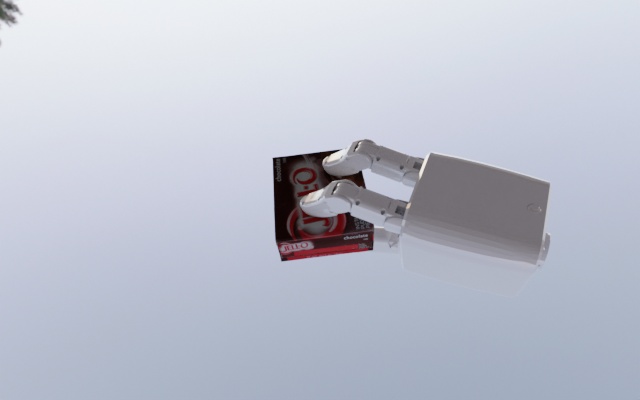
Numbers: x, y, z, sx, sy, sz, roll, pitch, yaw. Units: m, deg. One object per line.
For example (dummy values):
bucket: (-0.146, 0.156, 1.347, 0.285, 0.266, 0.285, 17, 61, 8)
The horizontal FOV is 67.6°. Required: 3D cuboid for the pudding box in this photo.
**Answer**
pudding box: (0.000, 0.002, 0.470, 0.090, 0.113, 0.039, -7, -43, -1)
